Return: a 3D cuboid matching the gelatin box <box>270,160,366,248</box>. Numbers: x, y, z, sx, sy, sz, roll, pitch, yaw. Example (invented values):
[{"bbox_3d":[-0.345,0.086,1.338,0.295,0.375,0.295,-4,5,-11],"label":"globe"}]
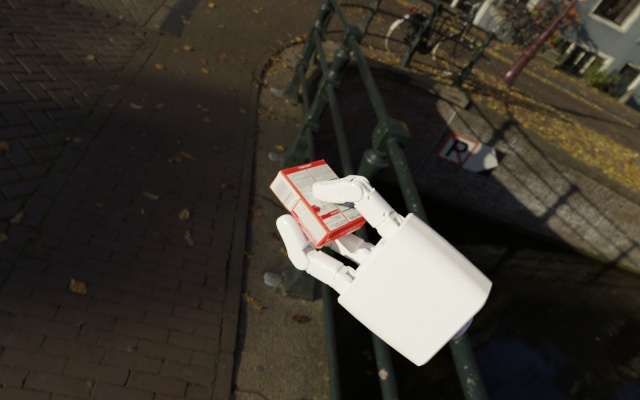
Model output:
[{"bbox_3d":[0.000,0.001,0.517,0.073,0.089,0.030,-21,-24,-48],"label":"gelatin box"}]
